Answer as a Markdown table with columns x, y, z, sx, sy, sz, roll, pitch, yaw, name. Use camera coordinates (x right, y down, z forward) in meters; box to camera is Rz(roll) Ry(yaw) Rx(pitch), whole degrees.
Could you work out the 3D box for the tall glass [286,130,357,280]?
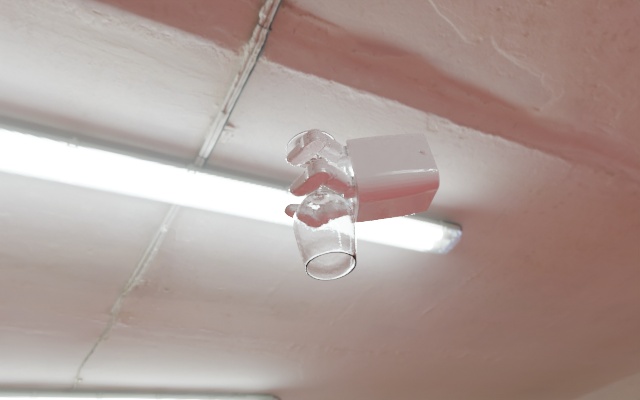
| x | y | z | sx | sy | sz | roll | pitch | yaw | name |
| --- | --- | --- | --- | --- | --- | --- | --- | --- | --- |
| 0.000 | 0.002 | 0.624 | 0.079 | 0.200 | 0.079 | -5 | -39 | -4 | tall glass |
